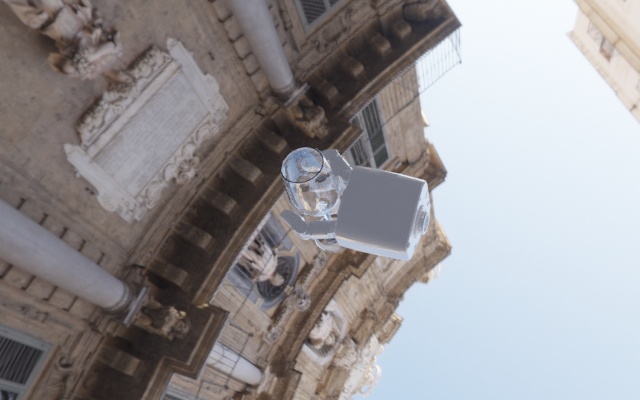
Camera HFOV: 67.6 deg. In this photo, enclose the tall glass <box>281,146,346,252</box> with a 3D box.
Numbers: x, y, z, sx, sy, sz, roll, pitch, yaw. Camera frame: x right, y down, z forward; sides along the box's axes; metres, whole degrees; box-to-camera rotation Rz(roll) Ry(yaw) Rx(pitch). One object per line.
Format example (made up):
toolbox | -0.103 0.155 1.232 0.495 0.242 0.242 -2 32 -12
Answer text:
tall glass | 0.000 0.003 0.727 0.079 0.079 0.201 0 -31 18
